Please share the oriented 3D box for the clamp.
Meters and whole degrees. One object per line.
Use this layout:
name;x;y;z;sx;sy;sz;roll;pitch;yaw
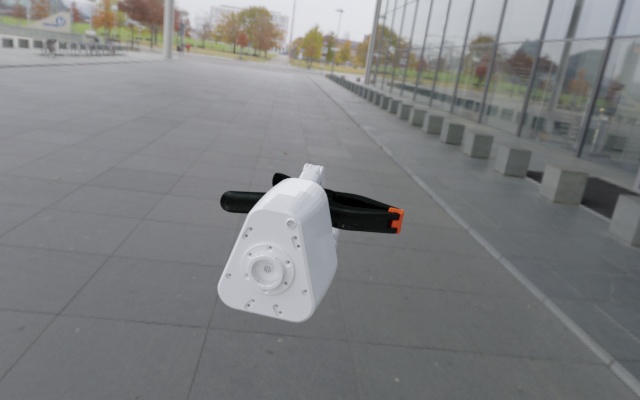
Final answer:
clamp;0.001;0.001;0.607;0.210;0.036;0.164;10;16;9
